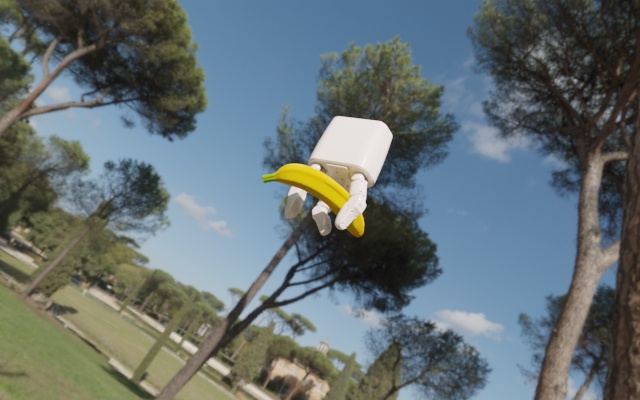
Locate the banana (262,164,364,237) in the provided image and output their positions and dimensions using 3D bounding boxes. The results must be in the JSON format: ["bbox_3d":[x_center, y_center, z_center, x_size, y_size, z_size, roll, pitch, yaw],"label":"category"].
[{"bbox_3d":[0.008,-0.006,0.754,0.198,0.037,0.070,33,-36,-20],"label":"banana"}]
